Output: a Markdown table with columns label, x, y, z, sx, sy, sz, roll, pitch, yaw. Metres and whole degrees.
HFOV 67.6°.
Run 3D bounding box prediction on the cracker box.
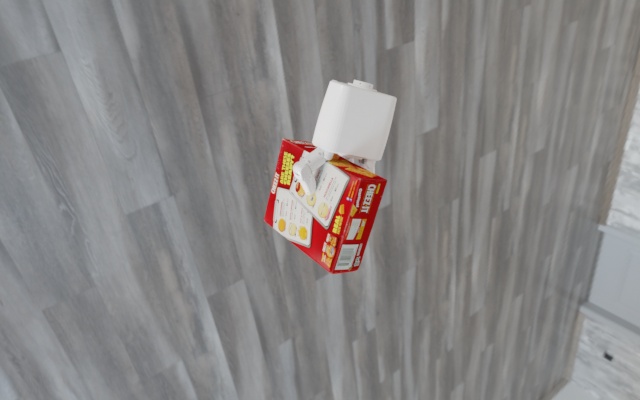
| label | x | y | z | sx | sy | sz | roll | pitch | yaw |
| --- | --- | --- | --- | --- | --- | --- | --- | --- | --- |
| cracker box | 0.000 | 0.003 | 0.820 | 0.072 | 0.164 | 0.213 | 2 | 21 | -40 |
